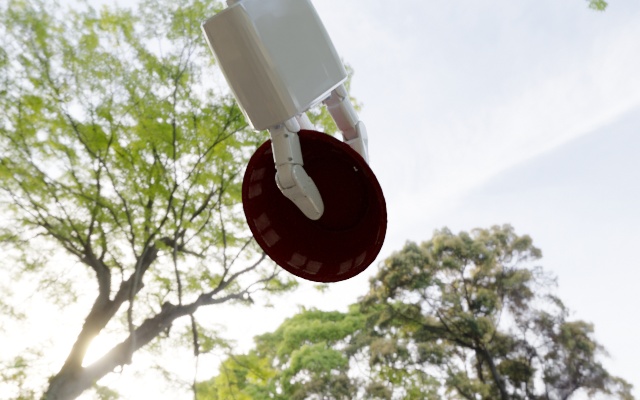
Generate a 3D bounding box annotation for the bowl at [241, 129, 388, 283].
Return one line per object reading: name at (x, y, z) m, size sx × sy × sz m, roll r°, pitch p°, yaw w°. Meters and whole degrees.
bowl at (0.000, 0.003, 0.493) m, size 0.162 × 0.162 × 0.055 m, roll 0°, pitch 18°, yaw 27°
